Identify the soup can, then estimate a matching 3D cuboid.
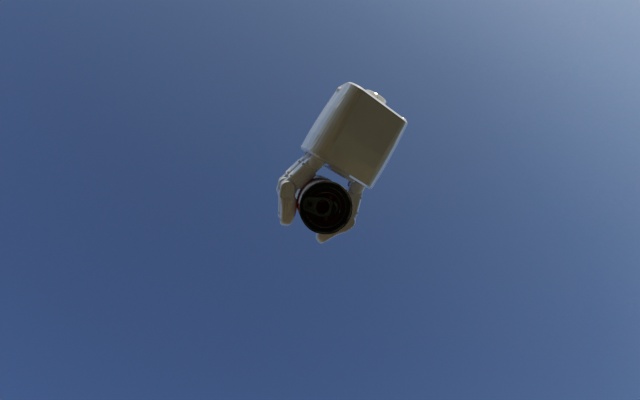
[{"bbox_3d":[0.000,0.003,0.644,0.068,0.068,0.102,0,8,-8],"label":"soup can"}]
